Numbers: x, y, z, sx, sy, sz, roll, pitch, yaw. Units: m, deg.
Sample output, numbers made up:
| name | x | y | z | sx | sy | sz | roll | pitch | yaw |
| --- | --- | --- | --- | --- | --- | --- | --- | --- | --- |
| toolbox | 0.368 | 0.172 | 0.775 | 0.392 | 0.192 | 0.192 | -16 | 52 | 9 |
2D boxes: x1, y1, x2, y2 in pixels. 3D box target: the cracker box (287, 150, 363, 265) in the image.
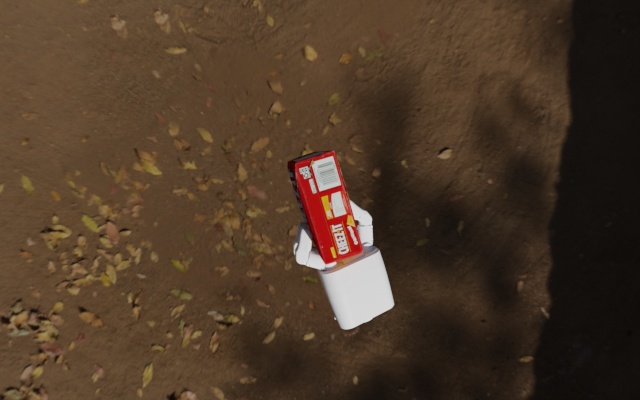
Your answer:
| name | x | y | z | sx | sy | sz | roll | pitch | yaw |
| --- | --- | --- | --- | --- | --- | --- | --- | --- | --- |
| cracker box | 0.000 | 0.003 | 0.812 | 0.072 | 0.164 | 0.213 | -18 | 7 | -5 |
